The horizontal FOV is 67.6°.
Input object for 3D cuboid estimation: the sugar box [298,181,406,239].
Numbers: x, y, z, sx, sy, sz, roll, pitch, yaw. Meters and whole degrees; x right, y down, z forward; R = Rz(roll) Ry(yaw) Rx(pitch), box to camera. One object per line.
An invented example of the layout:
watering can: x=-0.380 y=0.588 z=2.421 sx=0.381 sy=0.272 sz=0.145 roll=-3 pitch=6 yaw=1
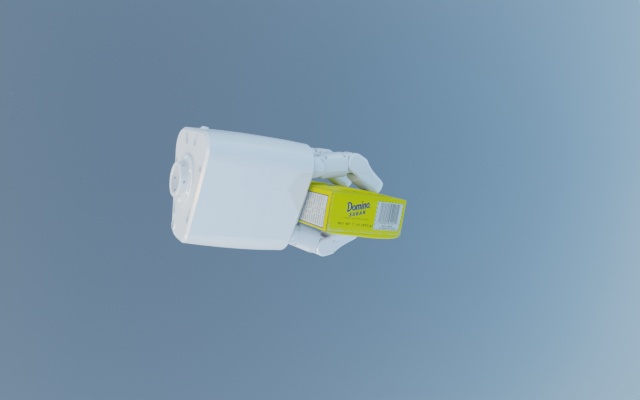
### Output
sugar box: x=0.000 y=0.001 z=0.525 sx=0.093 sy=0.048 sz=0.176 roll=7 pitch=7 yaw=-34
